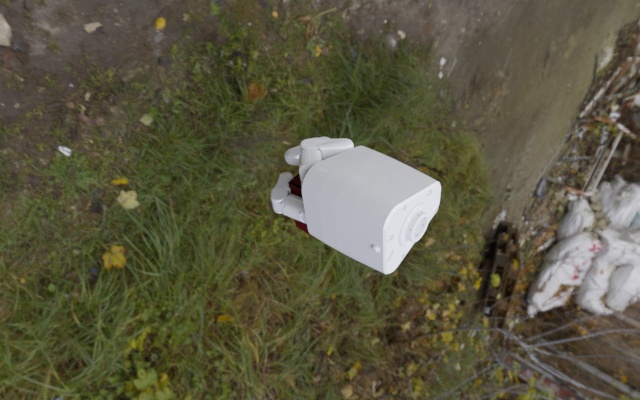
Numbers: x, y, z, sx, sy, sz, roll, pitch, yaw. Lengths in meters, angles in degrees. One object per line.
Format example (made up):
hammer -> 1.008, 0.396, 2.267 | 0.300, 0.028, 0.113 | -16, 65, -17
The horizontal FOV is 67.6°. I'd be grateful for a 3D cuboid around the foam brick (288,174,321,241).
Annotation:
foam brick -> 0.000, 0.002, 0.587 | 0.051, 0.078, 0.053 | 27, 53, 32
